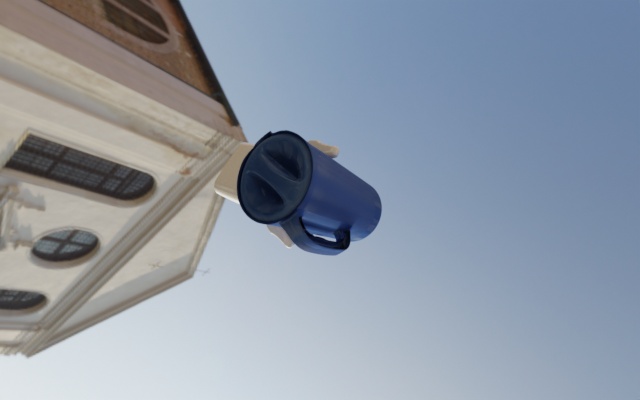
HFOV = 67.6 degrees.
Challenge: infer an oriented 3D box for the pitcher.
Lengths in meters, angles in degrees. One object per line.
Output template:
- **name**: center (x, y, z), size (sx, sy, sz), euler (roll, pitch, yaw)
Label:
- **pitcher**: center (0.000, 0.002, 0.738), size (0.145, 0.149, 0.243), euler (16, -4, 37)
